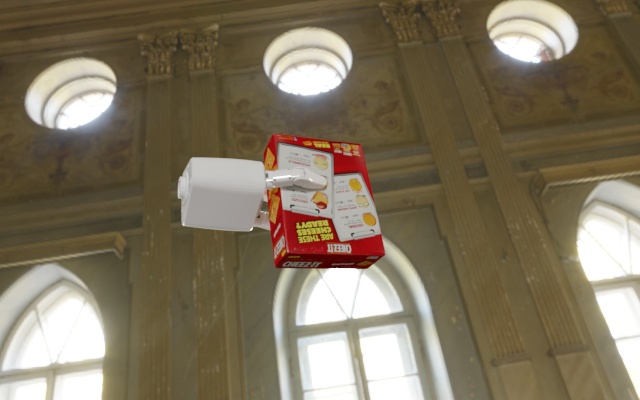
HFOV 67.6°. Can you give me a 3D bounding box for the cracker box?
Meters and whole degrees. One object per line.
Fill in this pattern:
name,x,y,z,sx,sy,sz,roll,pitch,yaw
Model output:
cracker box,0.000,0.002,0.776,0.164,0.213,0.072,4,-31,-23
